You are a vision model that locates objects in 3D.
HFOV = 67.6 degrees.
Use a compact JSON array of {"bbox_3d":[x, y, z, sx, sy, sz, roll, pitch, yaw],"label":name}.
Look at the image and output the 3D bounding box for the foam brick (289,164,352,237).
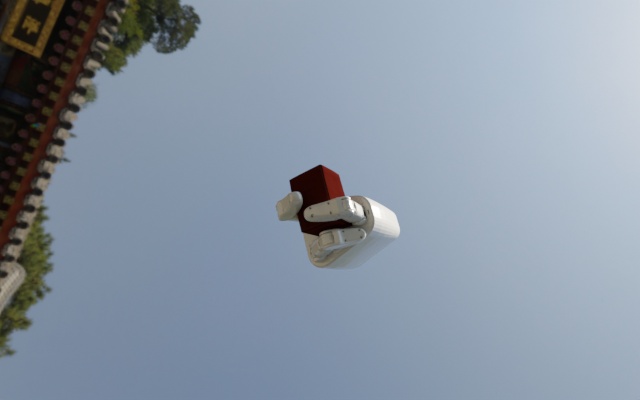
[{"bbox_3d":[0.000,0.002,0.631,0.053,0.078,0.051,-23,-20,25],"label":"foam brick"}]
